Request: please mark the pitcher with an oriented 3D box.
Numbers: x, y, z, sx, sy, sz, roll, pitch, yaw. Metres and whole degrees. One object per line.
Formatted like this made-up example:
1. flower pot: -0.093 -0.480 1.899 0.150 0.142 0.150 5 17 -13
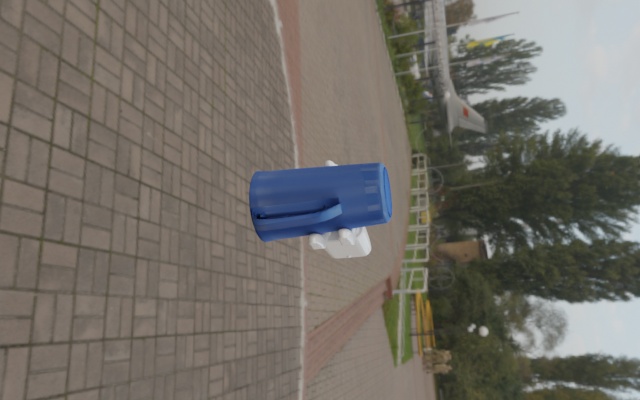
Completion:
1. pitcher: 0.000 0.003 0.855 0.243 0.149 0.145 -7 -29 14
